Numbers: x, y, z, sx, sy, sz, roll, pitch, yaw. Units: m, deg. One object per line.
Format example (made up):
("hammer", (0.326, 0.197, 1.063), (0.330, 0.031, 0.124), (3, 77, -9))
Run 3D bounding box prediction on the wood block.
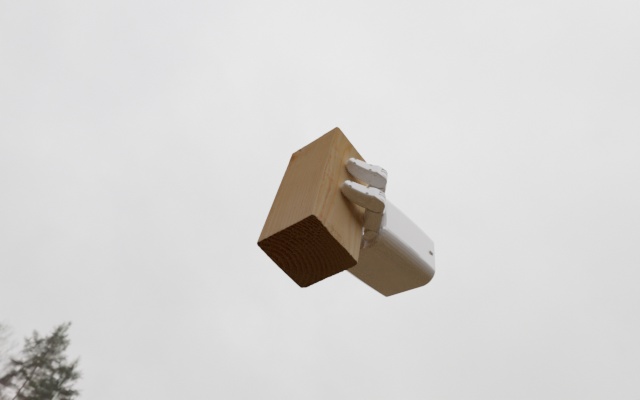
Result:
("wood block", (0.000, 0.002, 0.639), (0.091, 0.090, 0.206), (-29, 26, 28))
